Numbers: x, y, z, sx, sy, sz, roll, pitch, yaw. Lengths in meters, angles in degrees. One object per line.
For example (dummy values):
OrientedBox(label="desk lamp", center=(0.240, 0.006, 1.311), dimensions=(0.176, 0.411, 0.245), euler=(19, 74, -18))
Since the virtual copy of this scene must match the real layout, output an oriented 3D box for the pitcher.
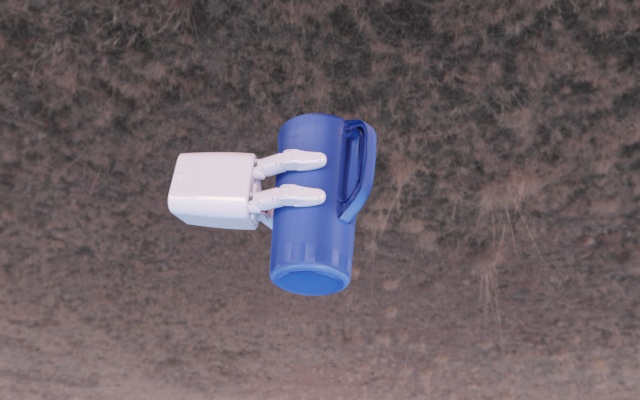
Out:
OrientedBox(label="pitcher", center=(0.000, 0.002, 0.680), dimensions=(0.145, 0.242, 0.149), euler=(3, -30, 1))
